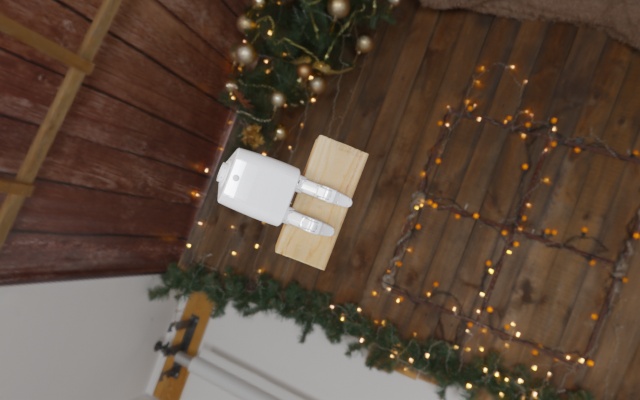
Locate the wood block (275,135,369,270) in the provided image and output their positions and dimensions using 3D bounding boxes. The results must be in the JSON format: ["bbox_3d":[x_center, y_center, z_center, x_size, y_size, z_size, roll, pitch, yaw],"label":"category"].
[{"bbox_3d":[0.000,0.003,0.825,0.090,0.206,0.091,21,0,-5],"label":"wood block"}]
